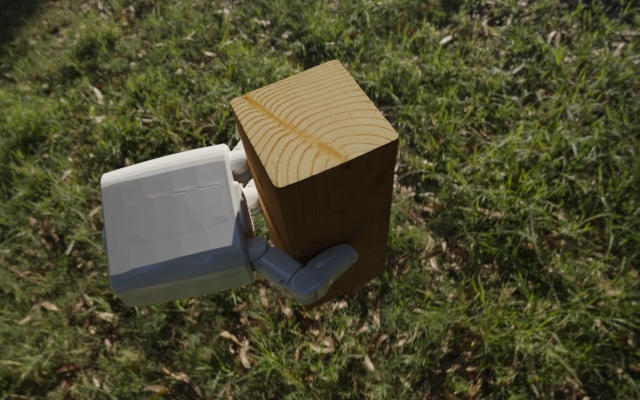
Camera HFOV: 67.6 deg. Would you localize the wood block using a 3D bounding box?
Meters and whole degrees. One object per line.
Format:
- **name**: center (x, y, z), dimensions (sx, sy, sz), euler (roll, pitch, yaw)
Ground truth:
- **wood block**: center (0.000, 0.002, 0.408), dimensions (0.090, 0.090, 0.206), euler (-24, -32, -11)
